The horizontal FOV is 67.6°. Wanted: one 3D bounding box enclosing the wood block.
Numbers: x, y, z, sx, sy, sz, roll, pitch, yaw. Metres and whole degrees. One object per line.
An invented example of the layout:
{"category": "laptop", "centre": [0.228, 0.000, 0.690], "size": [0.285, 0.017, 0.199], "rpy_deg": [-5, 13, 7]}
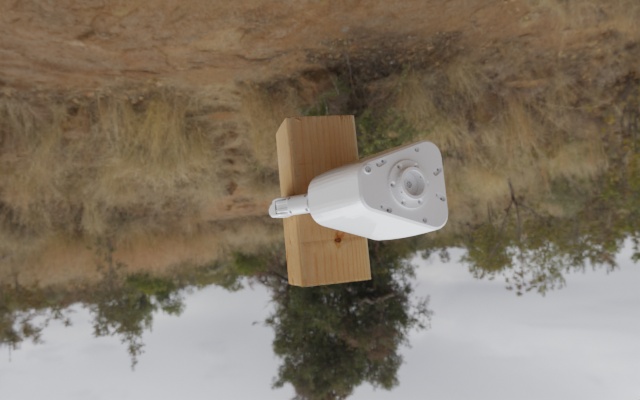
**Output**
{"category": "wood block", "centre": [0.000, 0.002, 0.620], "size": [0.091, 0.206, 0.090], "rpy_deg": [-4, -6, -15]}
